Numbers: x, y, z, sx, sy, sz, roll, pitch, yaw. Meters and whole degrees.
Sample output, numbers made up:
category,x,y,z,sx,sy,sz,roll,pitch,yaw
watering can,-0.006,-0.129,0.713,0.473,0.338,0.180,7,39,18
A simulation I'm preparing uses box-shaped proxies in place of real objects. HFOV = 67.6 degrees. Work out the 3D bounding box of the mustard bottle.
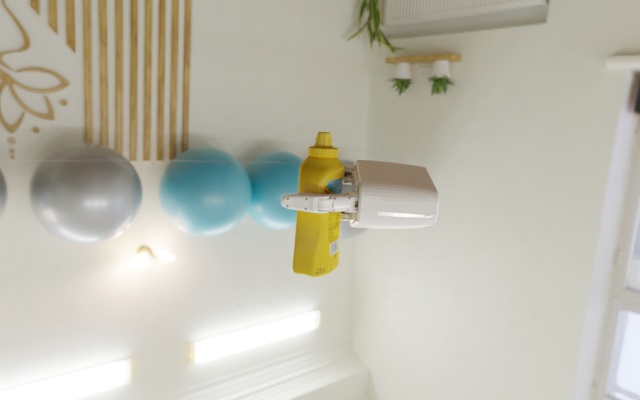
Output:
category,x,y,z,sx,sy,sz,roll,pitch,yaw
mustard bottle,0.000,0.002,0.659,0.058,0.192,0.096,8,11,22
